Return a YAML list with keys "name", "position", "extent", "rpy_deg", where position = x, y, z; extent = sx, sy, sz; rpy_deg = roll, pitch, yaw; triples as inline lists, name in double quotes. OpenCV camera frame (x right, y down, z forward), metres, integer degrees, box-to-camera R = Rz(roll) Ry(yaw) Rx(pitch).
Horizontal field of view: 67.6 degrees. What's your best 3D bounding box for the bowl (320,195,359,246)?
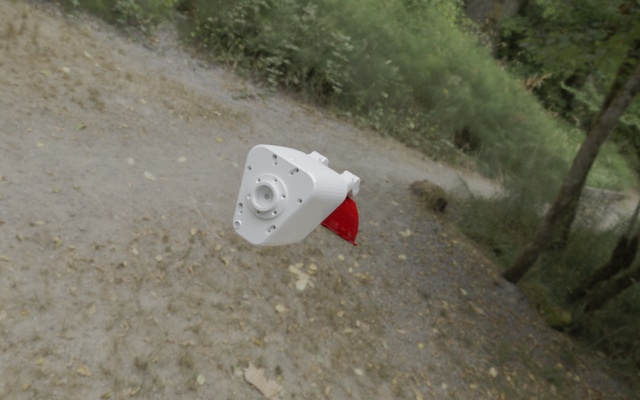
- name: "bowl"
  position: [0.000, 0.002, 0.711]
  extent: [0.162, 0.055, 0.162]
  rpy_deg: [33, -2, 1]
